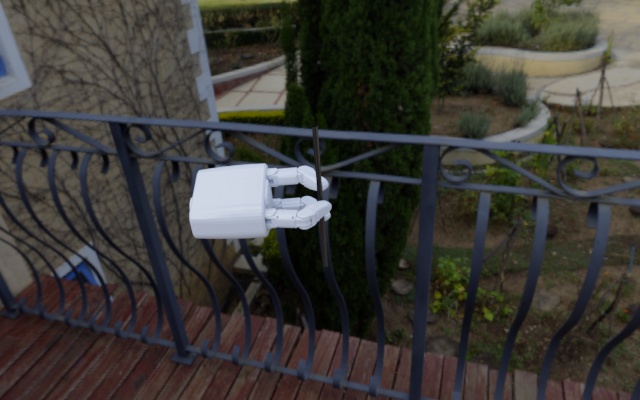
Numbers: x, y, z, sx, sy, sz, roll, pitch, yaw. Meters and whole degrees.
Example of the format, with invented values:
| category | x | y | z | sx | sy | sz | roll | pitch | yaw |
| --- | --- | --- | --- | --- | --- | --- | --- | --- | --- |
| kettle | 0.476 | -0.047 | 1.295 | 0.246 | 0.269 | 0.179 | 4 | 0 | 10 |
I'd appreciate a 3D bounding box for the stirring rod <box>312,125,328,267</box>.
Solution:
| category | x | y | z | sx | sy | sz | roll | pitch | yaw |
| --- | --- | --- | --- | --- | --- | --- | --- | --- | --- |
| stirring rod | 0.000 | 0.002 | 0.700 | 0.011 | 0.240 | 0.011 | -3 | 32 | 2 |
